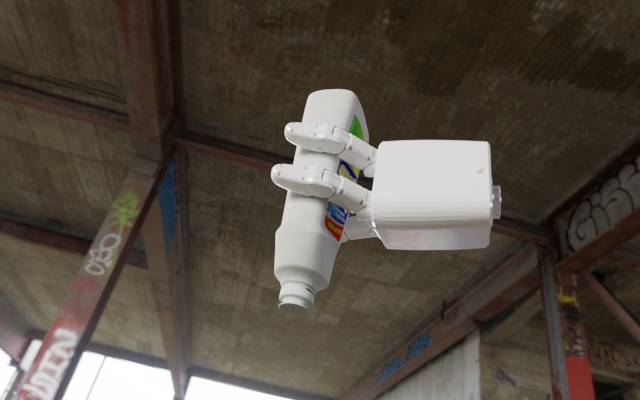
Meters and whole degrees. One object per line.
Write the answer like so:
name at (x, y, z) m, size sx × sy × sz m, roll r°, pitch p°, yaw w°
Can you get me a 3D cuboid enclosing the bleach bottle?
bleach bottle at (0.000, 0.002, 0.499) m, size 0.068 × 0.250 × 0.103 m, roll 0°, pitch -37°, yaw 17°
